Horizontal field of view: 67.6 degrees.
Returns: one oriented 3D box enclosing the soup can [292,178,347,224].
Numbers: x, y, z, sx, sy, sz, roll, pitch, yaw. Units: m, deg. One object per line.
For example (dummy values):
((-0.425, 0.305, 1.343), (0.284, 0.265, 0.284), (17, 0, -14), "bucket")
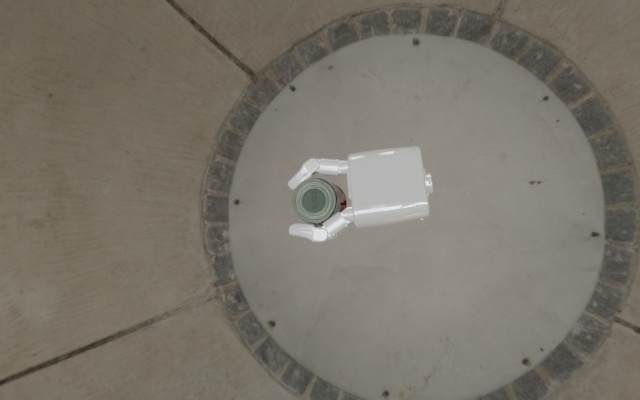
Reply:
((0.000, 0.002, 0.733), (0.068, 0.068, 0.102), (0, -2, 11), "soup can")
